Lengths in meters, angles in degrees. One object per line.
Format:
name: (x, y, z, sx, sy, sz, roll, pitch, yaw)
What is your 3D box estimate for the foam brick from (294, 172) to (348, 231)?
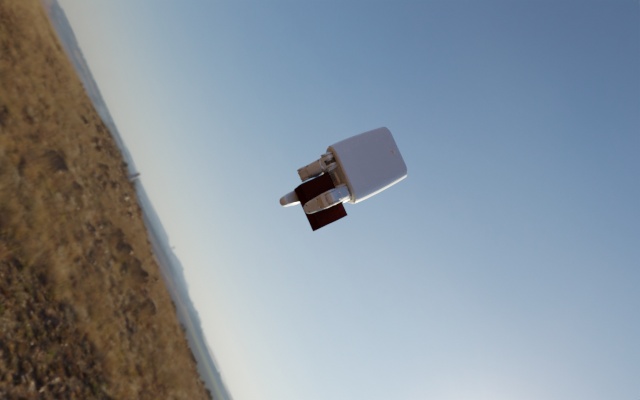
foam brick: (0.000, 0.003, 0.763, 0.051, 0.078, 0.053, -24, -1, -17)
